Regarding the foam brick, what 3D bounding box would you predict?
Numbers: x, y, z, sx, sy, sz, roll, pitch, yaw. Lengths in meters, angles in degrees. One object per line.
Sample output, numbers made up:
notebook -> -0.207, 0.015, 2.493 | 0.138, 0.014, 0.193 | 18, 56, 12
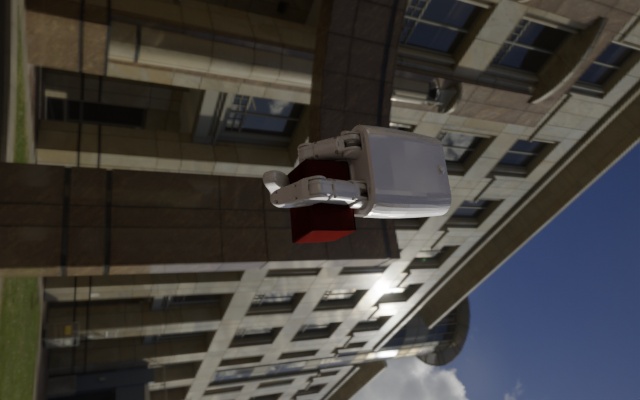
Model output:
foam brick -> 0.000, 0.002, 0.502 | 0.051, 0.078, 0.053 | 3, -18, -26
